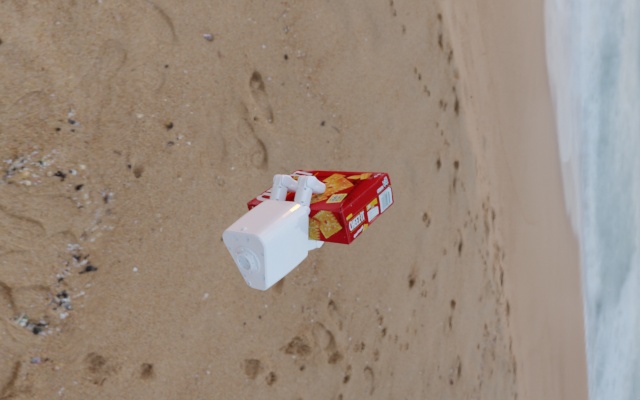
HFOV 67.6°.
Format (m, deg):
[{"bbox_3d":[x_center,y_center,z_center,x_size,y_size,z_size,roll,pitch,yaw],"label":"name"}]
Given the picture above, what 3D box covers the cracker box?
[{"bbox_3d":[0.000,0.003,0.869,0.213,0.072,0.164,5,28,36],"label":"cracker box"}]
